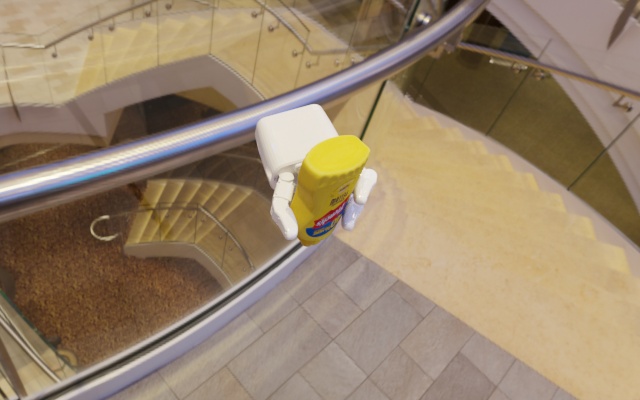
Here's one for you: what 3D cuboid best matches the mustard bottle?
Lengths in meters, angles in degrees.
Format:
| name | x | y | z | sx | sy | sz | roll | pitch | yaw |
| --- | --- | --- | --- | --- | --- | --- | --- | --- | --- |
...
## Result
| name | x | y | z | sx | sy | sz | roll | pitch | yaw |
| --- | --- | --- | --- | --- | --- | --- | --- | --- | --- |
| mustard bottle | 0.000 | 0.002 | 0.652 | 0.096 | 0.058 | 0.192 | -31 | -25 | -36 |
